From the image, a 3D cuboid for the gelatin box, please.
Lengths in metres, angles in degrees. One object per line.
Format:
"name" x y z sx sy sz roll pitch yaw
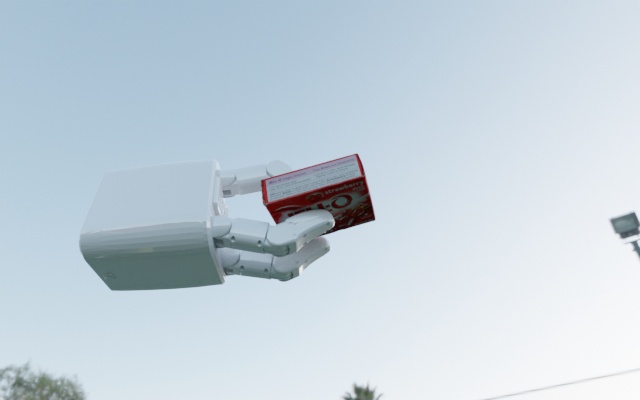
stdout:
"gelatin box" 0.000 0.001 0.425 0.089 0.030 0.073 -16 -35 4
